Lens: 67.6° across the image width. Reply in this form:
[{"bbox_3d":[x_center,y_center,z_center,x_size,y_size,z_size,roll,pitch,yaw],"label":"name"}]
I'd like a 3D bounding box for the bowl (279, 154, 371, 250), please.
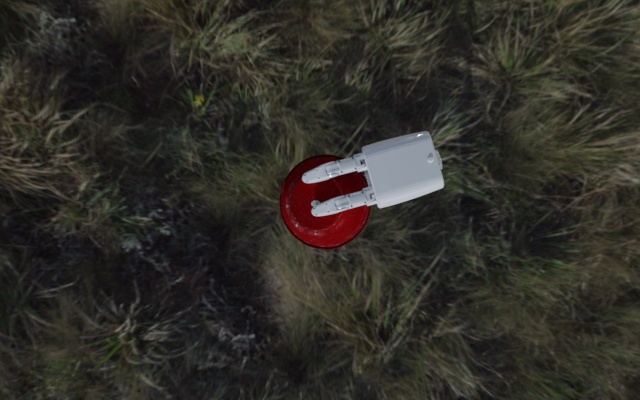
[{"bbox_3d":[-0.001,0.003,0.784,0.162,0.162,0.055,0,0,15],"label":"bowl"}]
